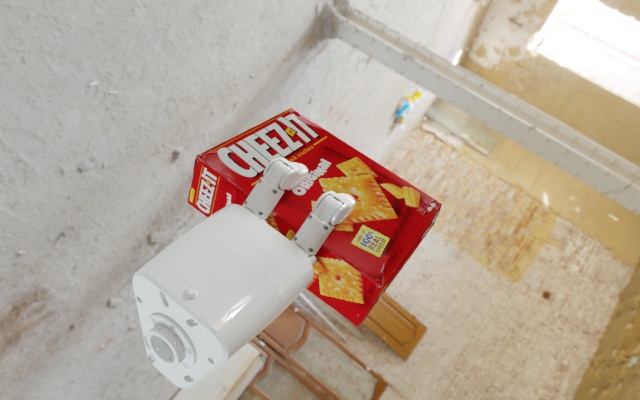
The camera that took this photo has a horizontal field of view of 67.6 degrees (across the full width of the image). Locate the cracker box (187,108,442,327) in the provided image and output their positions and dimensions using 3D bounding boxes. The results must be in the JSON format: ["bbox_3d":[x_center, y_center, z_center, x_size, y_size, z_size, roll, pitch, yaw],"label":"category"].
[{"bbox_3d":[0.000,0.002,0.497,0.213,0.072,0.164,35,40,14],"label":"cracker box"}]
